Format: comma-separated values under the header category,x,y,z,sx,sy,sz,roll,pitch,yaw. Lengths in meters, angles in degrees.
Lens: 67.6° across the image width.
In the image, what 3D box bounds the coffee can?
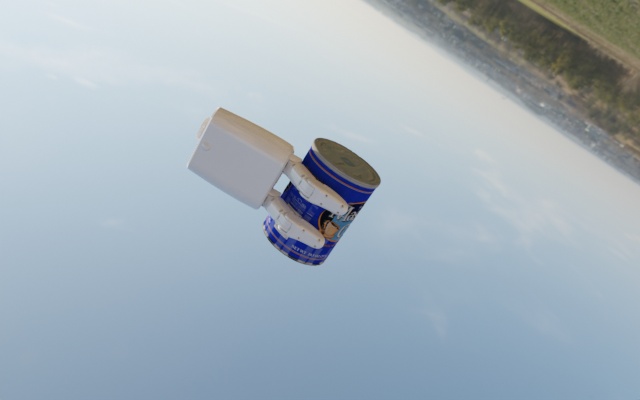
category,x,y,z,sx,sy,sz,roll,pitch,yaw
coffee can,0.000,0.002,0.642,0.103,0.140,0.102,28,23,-13
